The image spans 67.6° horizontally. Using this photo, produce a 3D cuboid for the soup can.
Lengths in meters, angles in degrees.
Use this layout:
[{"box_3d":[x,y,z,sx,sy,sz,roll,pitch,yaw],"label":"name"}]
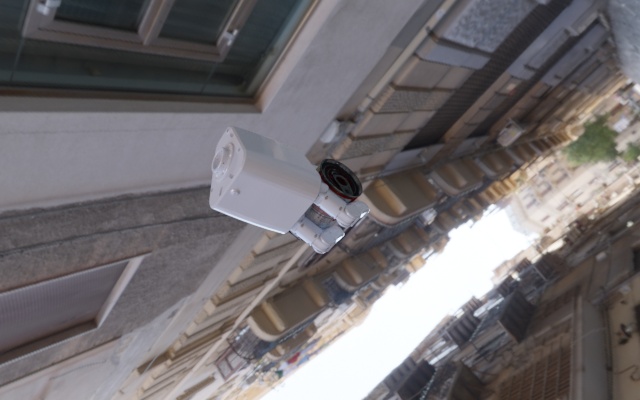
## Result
[{"box_3d":[0.000,0.002,0.653,0.068,0.068,0.102,0,-41,-48],"label":"soup can"}]
